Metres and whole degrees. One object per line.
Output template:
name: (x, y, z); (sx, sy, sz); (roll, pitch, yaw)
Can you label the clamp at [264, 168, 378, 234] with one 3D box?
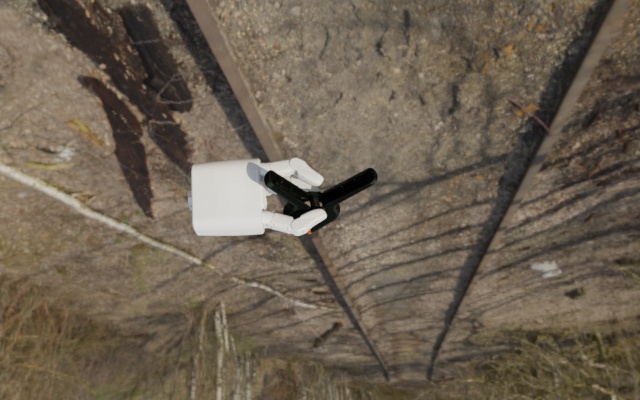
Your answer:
clamp: (0.000, 0.003, 0.764); (0.164, 0.036, 0.210); (-4, -24, -3)
